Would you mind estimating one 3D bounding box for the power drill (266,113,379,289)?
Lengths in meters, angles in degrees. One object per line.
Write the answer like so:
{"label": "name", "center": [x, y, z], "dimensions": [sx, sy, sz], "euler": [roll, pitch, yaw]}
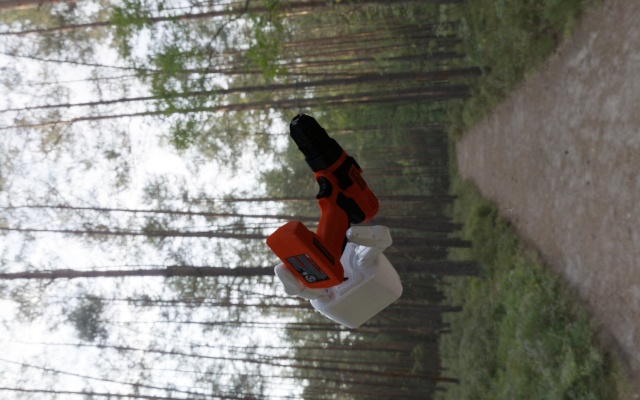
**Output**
{"label": "power drill", "center": [0.000, 0.003, 0.611], "dimensions": [0.057, 0.184, 0.187], "euler": [-19, 33, 38]}
